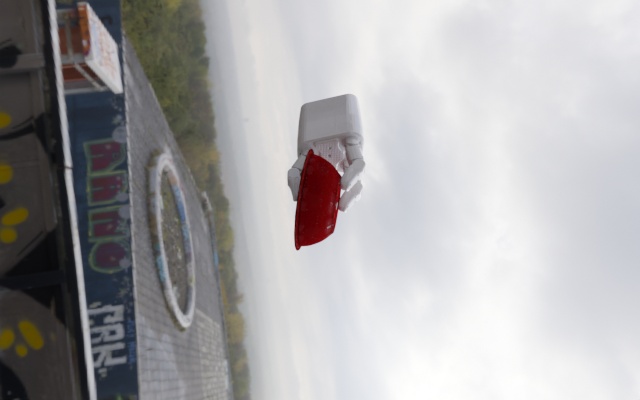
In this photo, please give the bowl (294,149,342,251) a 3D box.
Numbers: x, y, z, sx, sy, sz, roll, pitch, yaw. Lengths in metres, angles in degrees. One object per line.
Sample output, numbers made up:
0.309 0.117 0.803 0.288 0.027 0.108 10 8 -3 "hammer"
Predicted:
0.000 0.004 0.748 0.055 0.162 0.162 8 1 5 "bowl"
